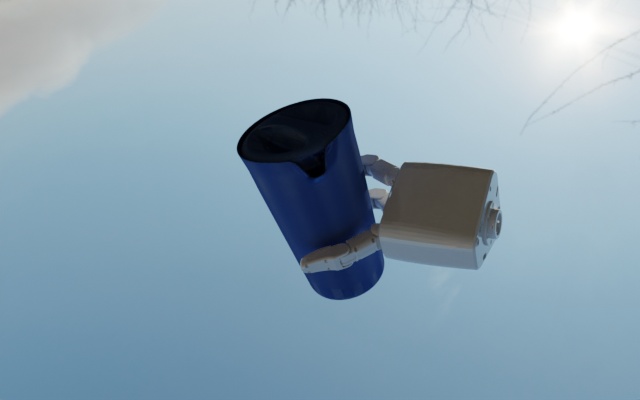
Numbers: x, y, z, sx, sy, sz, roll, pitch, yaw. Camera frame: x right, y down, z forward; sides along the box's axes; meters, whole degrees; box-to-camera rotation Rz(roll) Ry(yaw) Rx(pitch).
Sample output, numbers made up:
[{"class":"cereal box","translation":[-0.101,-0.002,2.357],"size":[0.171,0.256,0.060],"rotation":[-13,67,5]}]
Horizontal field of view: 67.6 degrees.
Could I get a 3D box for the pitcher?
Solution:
[{"class":"pitcher","translation":[0.000,0.002,0.600],"size":[0.145,0.243,0.149],"rotation":[4,42,30]}]
